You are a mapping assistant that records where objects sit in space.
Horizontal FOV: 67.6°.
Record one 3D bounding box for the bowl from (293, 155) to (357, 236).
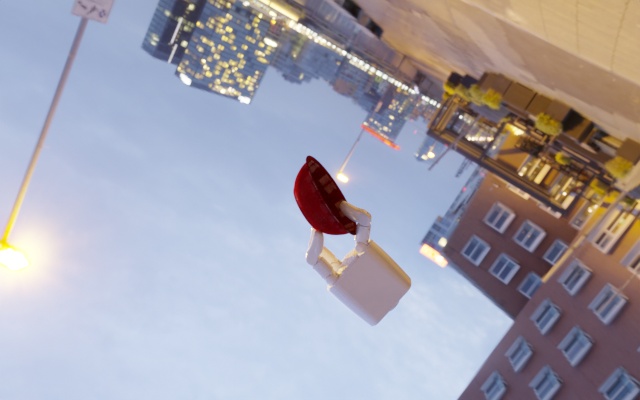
[{"bbox_3d":[-0.001,0.002,0.838,0.055,0.162,0.162,-31,-8,14],"label":"bowl"}]
